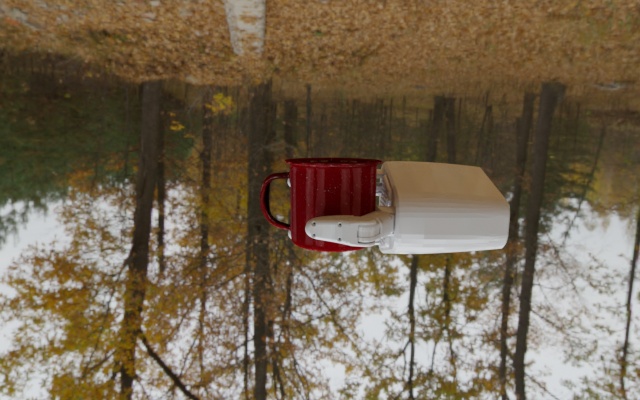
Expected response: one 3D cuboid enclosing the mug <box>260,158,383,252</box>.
[{"bbox_3d":[-0.001,0.002,0.459,0.117,0.081,0.093,1,8,0],"label":"mug"}]
